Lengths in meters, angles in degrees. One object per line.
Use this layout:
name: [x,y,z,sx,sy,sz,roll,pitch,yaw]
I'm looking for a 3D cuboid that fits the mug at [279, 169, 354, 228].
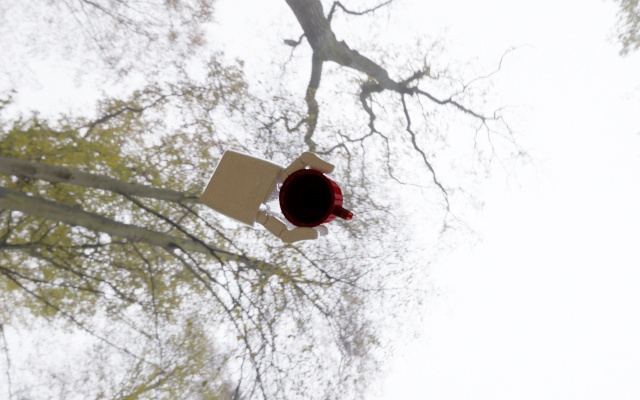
mug: [0.001,0.003,0.774,0.117,0.093,0.081,22,4,16]
